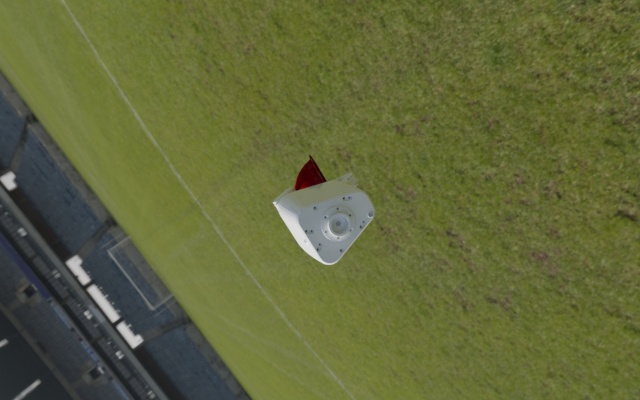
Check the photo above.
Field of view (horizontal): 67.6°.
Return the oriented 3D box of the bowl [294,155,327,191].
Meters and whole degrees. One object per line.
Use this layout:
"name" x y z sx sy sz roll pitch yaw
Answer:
"bowl" 0.000 0.003 0.840 0.055 0.162 0.162 -30 -2 4
